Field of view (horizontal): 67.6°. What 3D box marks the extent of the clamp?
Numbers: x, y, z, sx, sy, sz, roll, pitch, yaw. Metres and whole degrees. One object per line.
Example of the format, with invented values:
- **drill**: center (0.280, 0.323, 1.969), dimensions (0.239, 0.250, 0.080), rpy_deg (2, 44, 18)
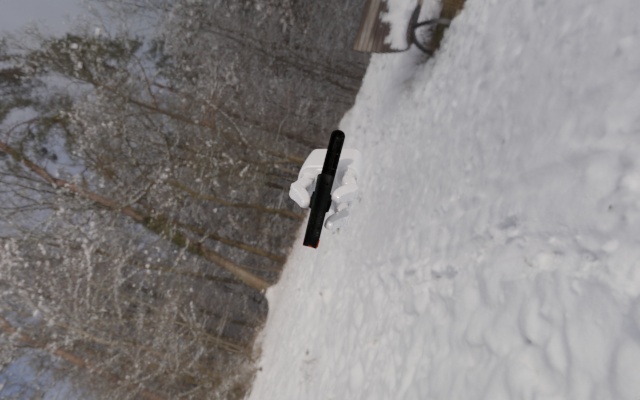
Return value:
- **clamp**: center (-0.001, 0.003, 0.799), dimensions (0.036, 0.210, 0.164), rpy_deg (15, 28, 2)
